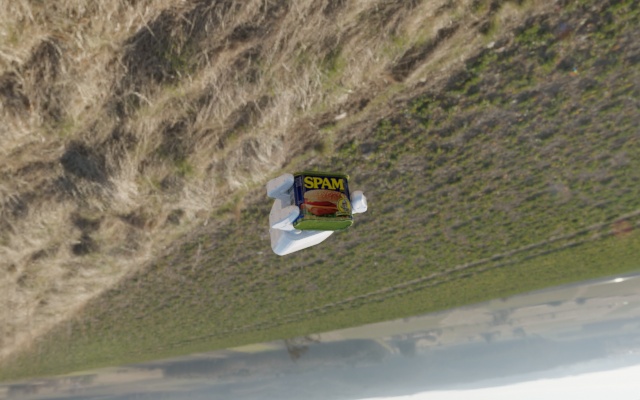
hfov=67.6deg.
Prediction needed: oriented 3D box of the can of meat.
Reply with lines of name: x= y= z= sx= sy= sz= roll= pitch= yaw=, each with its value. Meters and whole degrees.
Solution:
can of meat: x=0.000 y=0.003 z=0.774 sx=0.102 sy=0.084 sz=0.057 roll=2 pitch=-23 yaw=-22
